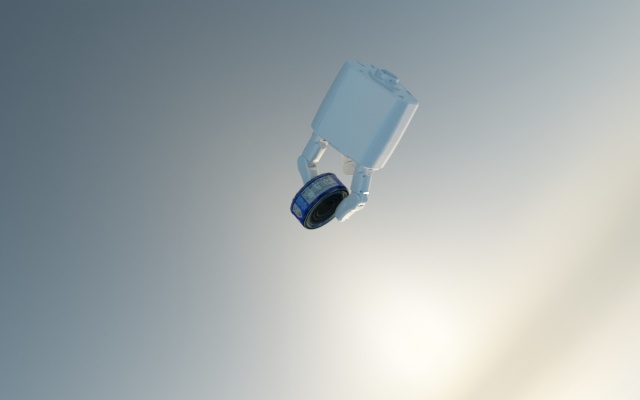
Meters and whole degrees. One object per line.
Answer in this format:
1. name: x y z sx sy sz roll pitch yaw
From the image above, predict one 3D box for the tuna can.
1. tuna can: 0.000 0.003 0.693 0.033 0.086 0.086 49 26 25
